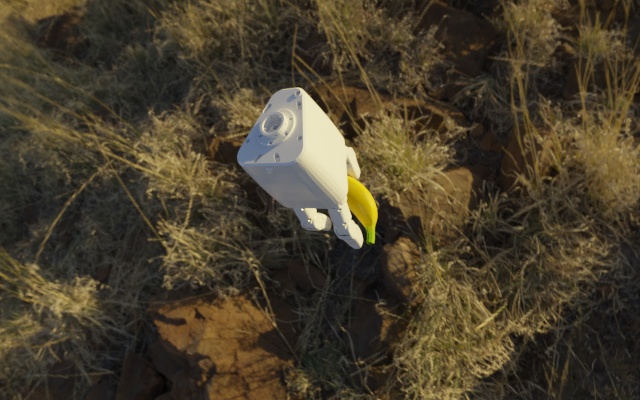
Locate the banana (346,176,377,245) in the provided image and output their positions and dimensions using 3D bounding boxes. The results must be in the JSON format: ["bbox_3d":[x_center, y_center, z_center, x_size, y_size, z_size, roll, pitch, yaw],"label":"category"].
[{"bbox_3d":[0.013,-0.012,0.696,0.197,0.069,0.037,31,-6,35],"label":"banana"}]
